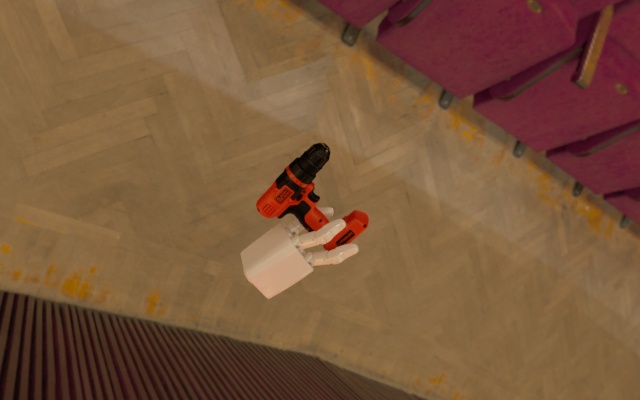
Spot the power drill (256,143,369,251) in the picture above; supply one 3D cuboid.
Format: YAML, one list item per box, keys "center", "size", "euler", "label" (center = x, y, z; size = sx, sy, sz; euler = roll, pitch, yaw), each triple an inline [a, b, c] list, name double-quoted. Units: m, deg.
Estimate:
- center: [0.000, 0.003, 0.897]
  size: [0.188, 0.184, 0.057]
  euler: [39, 25, -16]
  label: "power drill"
